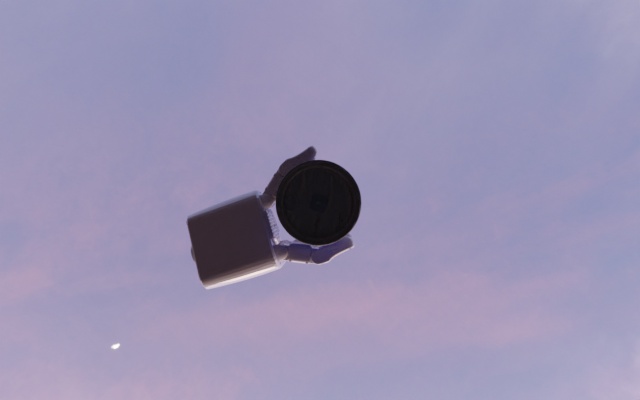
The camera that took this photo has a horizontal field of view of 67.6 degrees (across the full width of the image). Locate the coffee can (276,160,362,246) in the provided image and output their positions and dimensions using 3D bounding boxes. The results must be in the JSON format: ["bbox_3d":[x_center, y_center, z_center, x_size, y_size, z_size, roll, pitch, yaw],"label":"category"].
[{"bbox_3d":[0.000,0.002,0.635,0.103,0.103,0.140,0,1,2],"label":"coffee can"}]
